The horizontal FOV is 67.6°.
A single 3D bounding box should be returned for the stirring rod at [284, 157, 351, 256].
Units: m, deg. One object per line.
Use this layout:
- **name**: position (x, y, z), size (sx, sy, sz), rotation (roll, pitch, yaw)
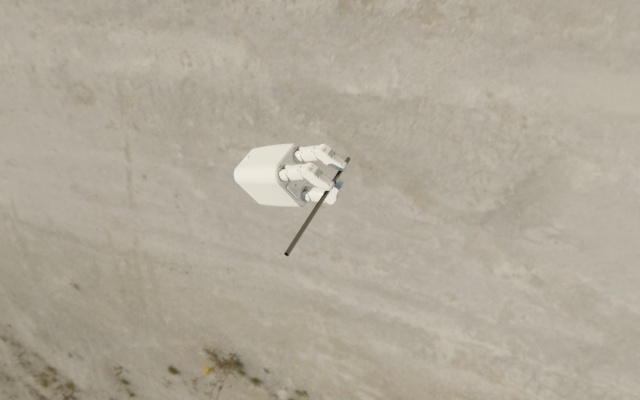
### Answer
- **stirring rod**: position (0.000, 0.003, 0.792), size (0.011, 0.011, 0.239), rotation (0, 41, 34)
